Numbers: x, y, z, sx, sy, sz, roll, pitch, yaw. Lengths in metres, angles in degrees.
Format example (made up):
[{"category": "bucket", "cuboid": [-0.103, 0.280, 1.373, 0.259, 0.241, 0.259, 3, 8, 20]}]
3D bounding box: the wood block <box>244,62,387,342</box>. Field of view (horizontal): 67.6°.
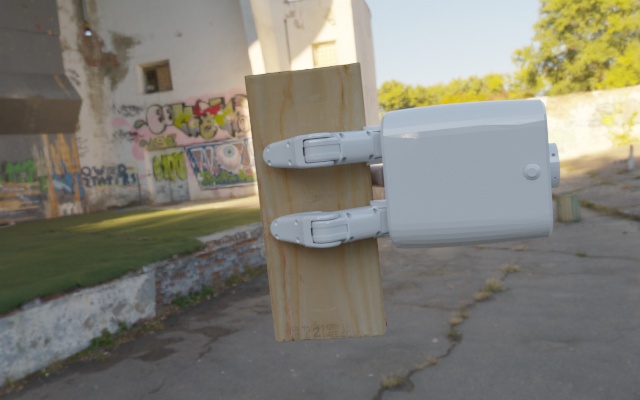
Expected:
[{"category": "wood block", "cuboid": [0.000, 0.001, 0.403, 0.090, 0.206, 0.091, -5, 5, 6]}]
